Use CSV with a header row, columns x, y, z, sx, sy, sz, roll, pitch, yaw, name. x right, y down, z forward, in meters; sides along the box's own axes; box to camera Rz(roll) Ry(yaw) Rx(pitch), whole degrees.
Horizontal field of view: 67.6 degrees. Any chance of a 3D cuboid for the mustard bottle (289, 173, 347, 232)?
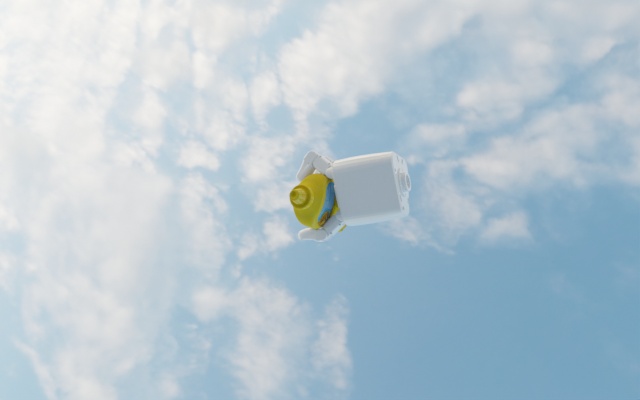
x,y,z,sx,sy,sz,roll,pitch,yaw,name
0.000,0.003,0.844,0.058,0.096,0.191,18,1,27,mustard bottle
